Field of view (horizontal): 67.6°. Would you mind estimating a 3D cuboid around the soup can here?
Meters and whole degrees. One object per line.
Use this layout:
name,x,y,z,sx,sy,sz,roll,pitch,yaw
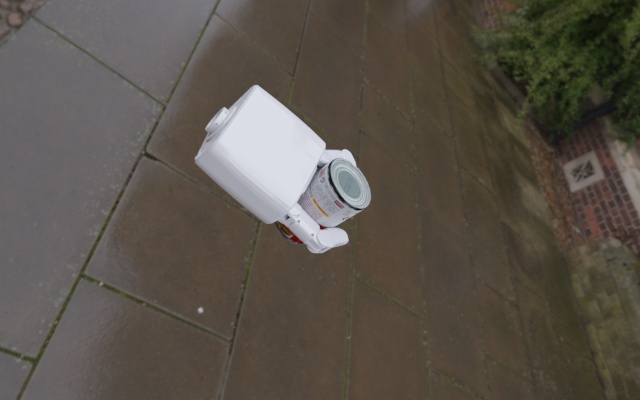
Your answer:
soup can,0.001,0.002,0.564,0.102,0.068,0.068,-33,-21,36
